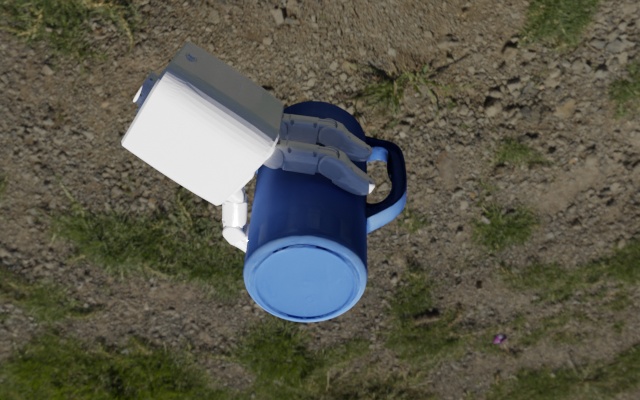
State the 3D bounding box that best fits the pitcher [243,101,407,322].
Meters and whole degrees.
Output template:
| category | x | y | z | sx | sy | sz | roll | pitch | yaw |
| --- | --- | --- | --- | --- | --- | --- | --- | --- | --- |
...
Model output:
| category | x | y | z | sx | sy | sz | roll | pitch | yaw |
| --- | --- | --- | --- | --- | --- | --- | --- | --- | --- |
| pitcher | 0.000 | 0.002 | 0.502 | 0.145 | 0.149 | 0.242 | 34 | 29 | -21 |
